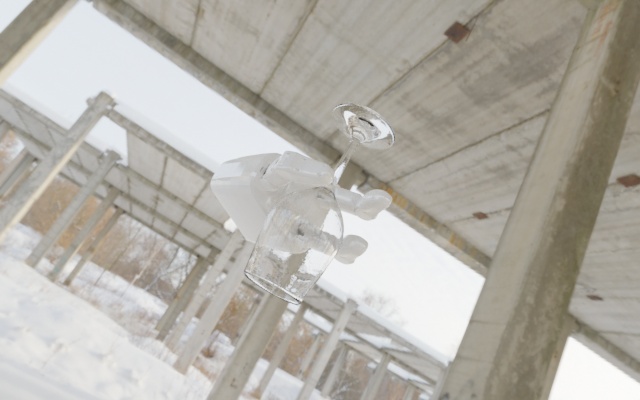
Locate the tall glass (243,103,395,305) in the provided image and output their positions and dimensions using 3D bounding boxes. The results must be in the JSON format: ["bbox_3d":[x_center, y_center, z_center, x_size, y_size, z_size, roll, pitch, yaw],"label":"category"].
[{"bbox_3d":[0.000,0.001,0.481,0.079,0.201,0.079,26,-20,10],"label":"tall glass"}]
